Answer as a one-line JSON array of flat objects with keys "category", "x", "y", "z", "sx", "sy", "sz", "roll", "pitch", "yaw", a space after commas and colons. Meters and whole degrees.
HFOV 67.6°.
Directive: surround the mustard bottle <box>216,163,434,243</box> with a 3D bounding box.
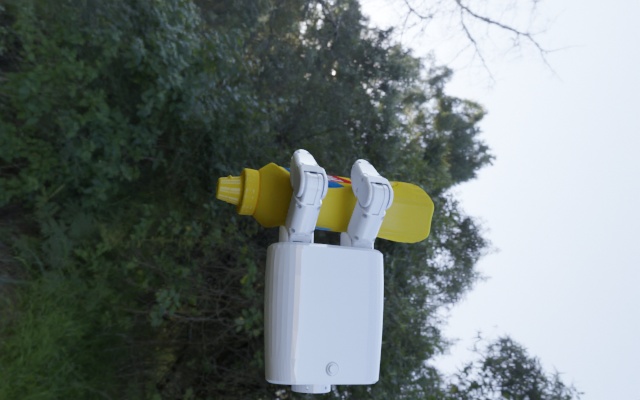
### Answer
[{"category": "mustard bottle", "x": 0.000, "y": 0.001, "z": 0.445, "sx": 0.191, "sy": 0.058, "sz": 0.096, "roll": 7, "pitch": 8, "yaw": -19}]
